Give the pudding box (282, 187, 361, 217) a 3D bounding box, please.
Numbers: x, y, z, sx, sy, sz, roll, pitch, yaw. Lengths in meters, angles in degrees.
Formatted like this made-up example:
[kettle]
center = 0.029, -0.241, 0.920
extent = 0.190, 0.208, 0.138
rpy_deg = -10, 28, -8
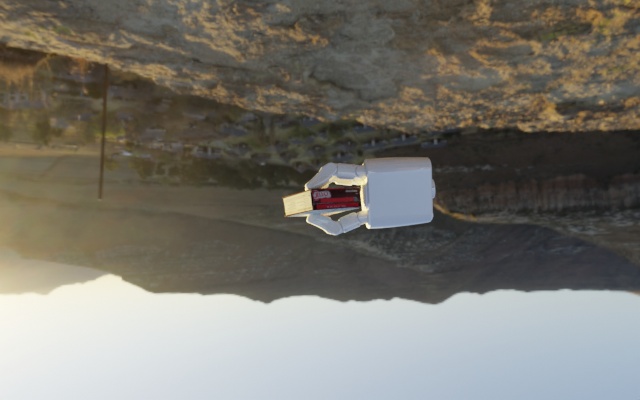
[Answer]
[pudding box]
center = 0.000, 0.003, 0.790
extent = 0.090, 0.039, 0.113
rpy_deg = -2, -8, -29
